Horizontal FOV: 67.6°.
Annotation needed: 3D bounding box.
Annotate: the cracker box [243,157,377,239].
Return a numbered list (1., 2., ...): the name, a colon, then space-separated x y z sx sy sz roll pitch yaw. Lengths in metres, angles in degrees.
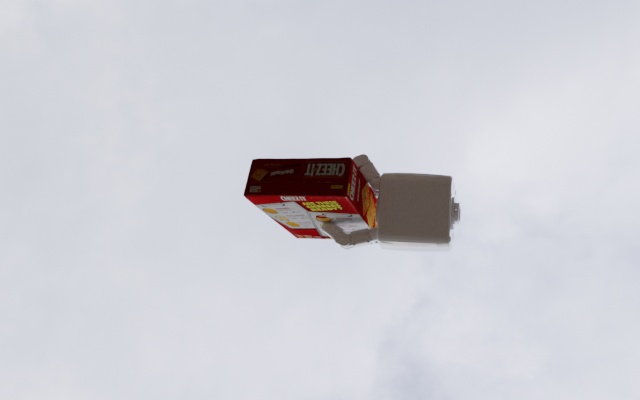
1. cracker box: 0.000 0.003 0.780 0.164 0.072 0.214 0 -22 21
